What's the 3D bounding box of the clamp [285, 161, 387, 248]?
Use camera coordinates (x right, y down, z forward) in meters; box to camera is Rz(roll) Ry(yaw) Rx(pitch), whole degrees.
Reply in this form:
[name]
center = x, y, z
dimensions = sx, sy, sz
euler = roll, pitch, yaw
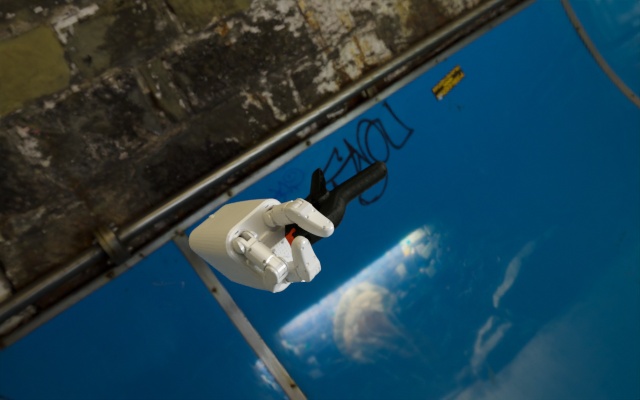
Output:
[clamp]
center = 0.000, 0.003, 0.627
dimensions = 0.120, 0.039, 0.171
euler = -3, 32, 49
